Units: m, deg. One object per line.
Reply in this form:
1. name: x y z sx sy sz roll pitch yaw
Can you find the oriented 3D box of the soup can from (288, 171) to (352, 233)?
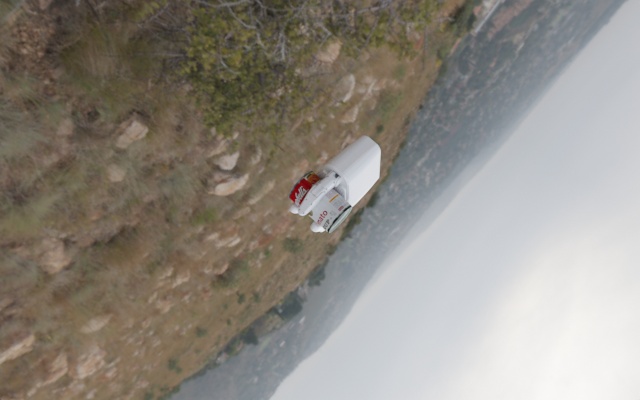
1. soup can: 0.000 0.003 0.887 0.102 0.068 0.068 42 10 11
